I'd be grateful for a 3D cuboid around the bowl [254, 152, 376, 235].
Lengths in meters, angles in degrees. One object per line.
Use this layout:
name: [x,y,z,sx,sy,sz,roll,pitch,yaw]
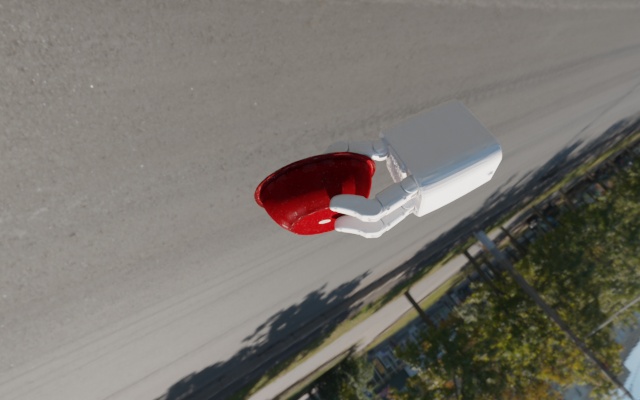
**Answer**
bowl: [-0.001,0.003,0.608,0.162,0.055,0.162,-13,-21,-5]
